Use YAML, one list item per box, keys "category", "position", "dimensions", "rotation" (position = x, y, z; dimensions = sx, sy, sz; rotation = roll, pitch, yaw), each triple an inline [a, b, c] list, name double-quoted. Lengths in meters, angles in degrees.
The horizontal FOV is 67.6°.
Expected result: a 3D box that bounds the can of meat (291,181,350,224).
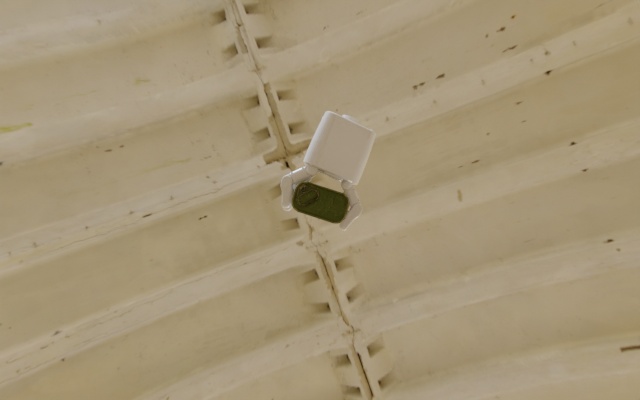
- category: "can of meat"
  position: [0.000, 0.003, 0.893]
  dimensions: [0.102, 0.057, 0.084]
  rotation: [18, 1, 0]
